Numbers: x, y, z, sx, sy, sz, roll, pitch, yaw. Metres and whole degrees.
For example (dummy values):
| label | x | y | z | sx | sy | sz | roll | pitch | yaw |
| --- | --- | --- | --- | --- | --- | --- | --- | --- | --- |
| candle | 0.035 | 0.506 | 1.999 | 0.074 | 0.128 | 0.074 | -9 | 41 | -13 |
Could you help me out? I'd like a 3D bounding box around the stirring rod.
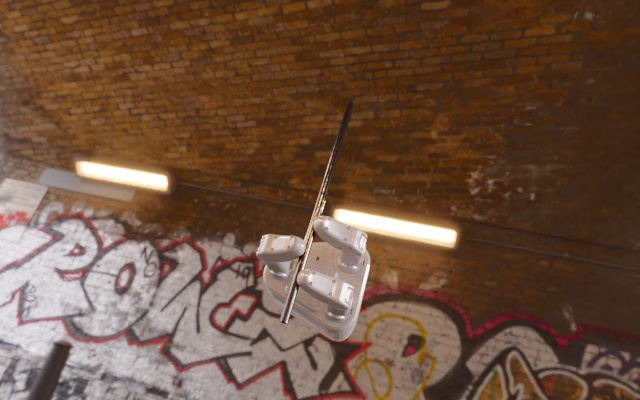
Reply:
| label | x | y | z | sx | sy | sz | roll | pitch | yaw |
| --- | --- | --- | --- | --- | --- | --- | --- | --- | --- |
| stirring rod | 0.000 | 0.002 | 0.465 | 0.011 | 0.239 | 0.011 | 14 | -24 | 6 |
